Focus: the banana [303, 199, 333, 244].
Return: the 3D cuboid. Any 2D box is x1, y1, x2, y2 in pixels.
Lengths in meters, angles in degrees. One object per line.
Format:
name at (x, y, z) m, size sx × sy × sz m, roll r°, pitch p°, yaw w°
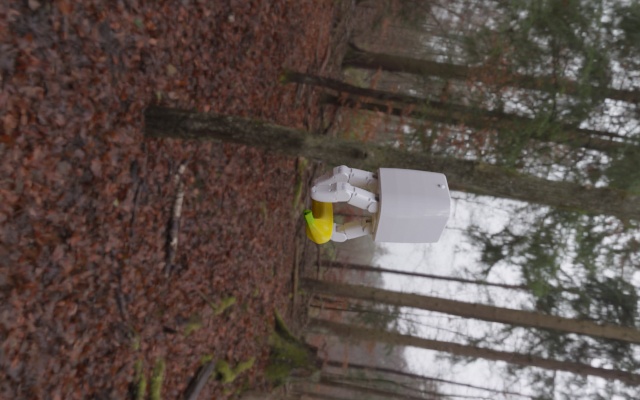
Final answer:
banana at (0.001, 0.021, 0.739) m, size 0.037 × 0.070 × 0.197 m, roll -1°, pitch 15°, yaw 4°
